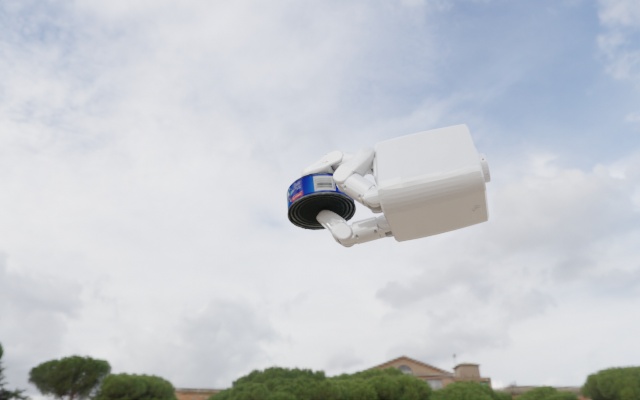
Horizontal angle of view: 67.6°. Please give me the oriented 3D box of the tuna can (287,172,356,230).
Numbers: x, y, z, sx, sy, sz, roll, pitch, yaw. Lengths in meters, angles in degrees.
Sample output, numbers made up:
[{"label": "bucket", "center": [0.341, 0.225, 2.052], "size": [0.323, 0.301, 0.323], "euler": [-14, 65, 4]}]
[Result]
[{"label": "tuna can", "center": [0.000, 0.001, 0.600], "size": [0.086, 0.033, 0.086], "euler": [-5, -33, -3]}]
